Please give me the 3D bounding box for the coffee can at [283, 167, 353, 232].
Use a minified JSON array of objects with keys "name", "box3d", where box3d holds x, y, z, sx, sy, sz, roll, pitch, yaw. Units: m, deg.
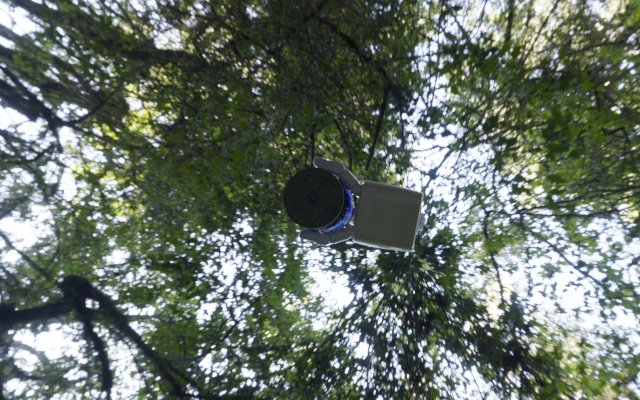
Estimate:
[{"name":"coffee can","box3d":[0.000,0.003,0.858,0.103,0.103,0.140,0,-6,10]}]
